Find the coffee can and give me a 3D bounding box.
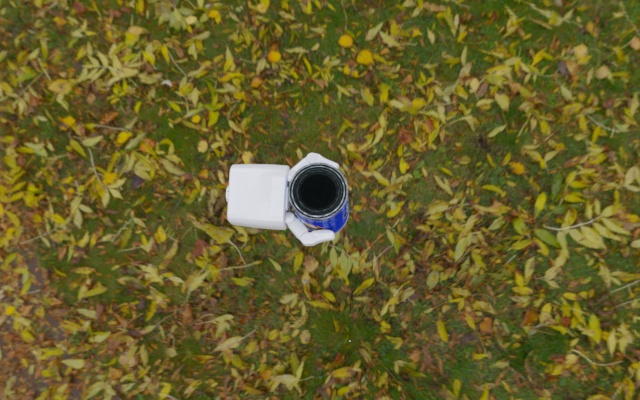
[{"bbox_3d":[0.000,0.003,0.870,0.103,0.102,0.140,0,-16,4],"label":"coffee can"}]
